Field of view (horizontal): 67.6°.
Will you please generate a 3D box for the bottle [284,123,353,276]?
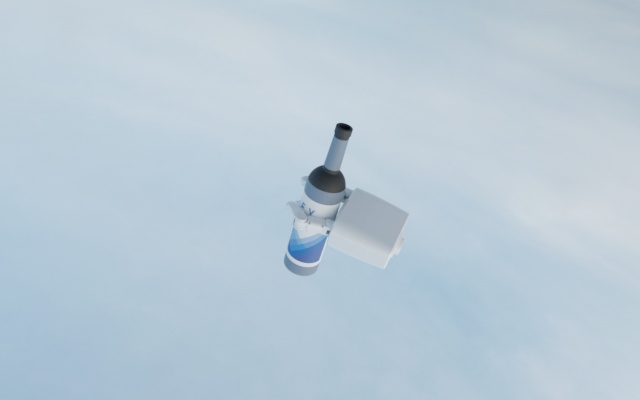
[{"bbox_3d":[0.000,0.003,0.817,0.069,0.296,0.069,12,35,-8],"label":"bottle"}]
